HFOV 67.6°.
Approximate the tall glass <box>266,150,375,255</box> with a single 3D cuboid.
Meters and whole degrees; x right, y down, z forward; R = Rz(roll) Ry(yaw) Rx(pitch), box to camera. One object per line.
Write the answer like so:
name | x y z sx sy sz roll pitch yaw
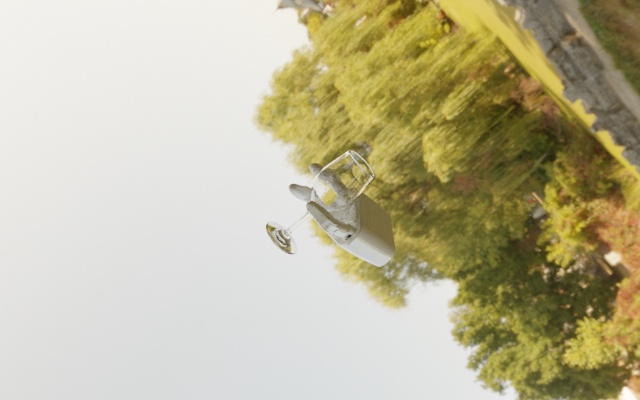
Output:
tall glass | 0.000 0.003 0.817 0.201 0.079 0.079 -43 -17 19
